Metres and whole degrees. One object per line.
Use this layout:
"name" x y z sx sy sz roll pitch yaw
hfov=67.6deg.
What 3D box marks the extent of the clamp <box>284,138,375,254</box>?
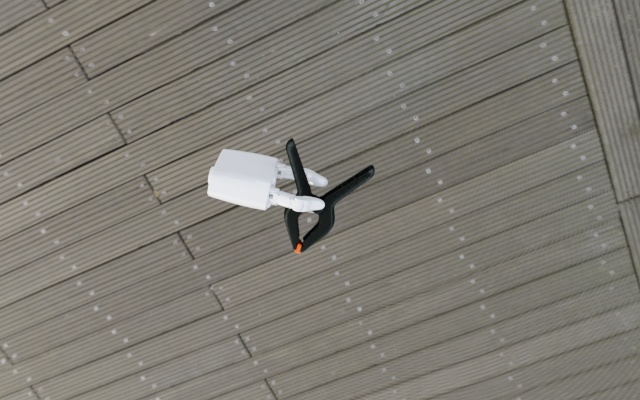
"clamp" 0.000 0.004 0.873 0.164 0.210 0.036 12 19 -4
